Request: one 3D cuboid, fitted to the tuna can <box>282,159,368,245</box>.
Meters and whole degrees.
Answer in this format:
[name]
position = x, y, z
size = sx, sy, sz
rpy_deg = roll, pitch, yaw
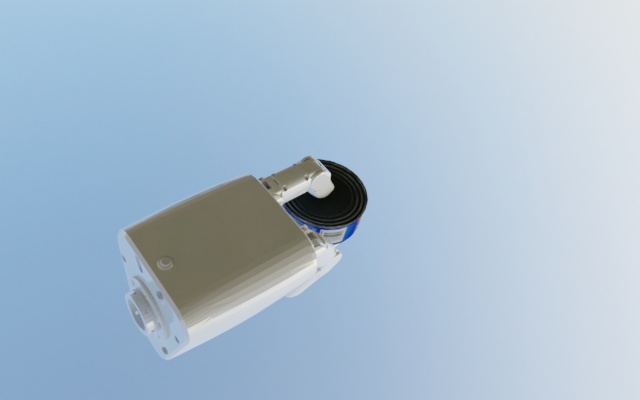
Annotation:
[tuna can]
position = 0.000, 0.002, 0.461
size = 0.086, 0.086, 0.034
rpy_deg = 0, -40, -14
